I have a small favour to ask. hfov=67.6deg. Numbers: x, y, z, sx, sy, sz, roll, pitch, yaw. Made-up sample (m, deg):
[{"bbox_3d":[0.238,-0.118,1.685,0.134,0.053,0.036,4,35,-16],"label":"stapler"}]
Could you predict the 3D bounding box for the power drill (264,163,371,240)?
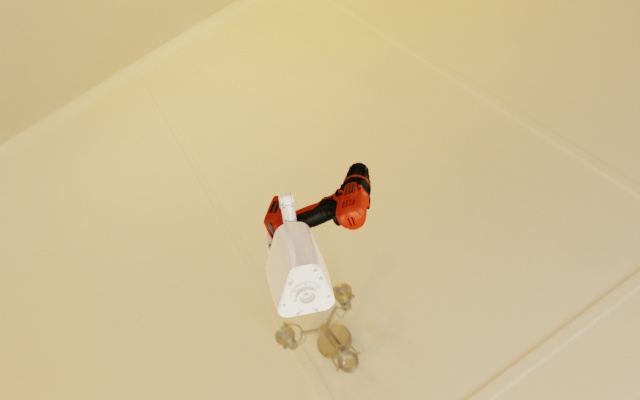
[{"bbox_3d":[0.000,0.003,0.859,0.187,0.057,0.184,-18,26,19],"label":"power drill"}]
